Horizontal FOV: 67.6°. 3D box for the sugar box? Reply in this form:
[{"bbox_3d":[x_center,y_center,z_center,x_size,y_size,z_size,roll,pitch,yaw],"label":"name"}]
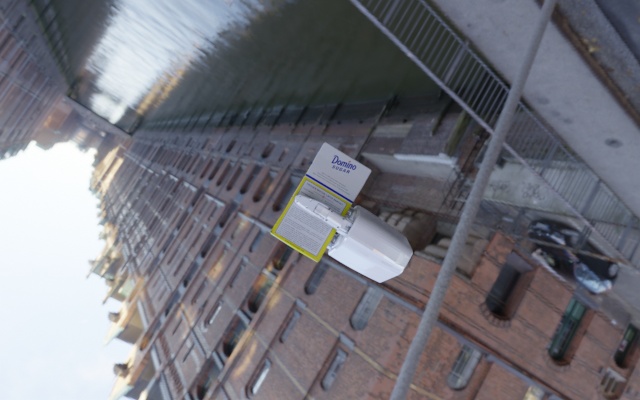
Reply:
[{"bbox_3d":[0.000,0.003,0.792,0.093,0.176,0.048,32,-7,-3],"label":"sugar box"}]
